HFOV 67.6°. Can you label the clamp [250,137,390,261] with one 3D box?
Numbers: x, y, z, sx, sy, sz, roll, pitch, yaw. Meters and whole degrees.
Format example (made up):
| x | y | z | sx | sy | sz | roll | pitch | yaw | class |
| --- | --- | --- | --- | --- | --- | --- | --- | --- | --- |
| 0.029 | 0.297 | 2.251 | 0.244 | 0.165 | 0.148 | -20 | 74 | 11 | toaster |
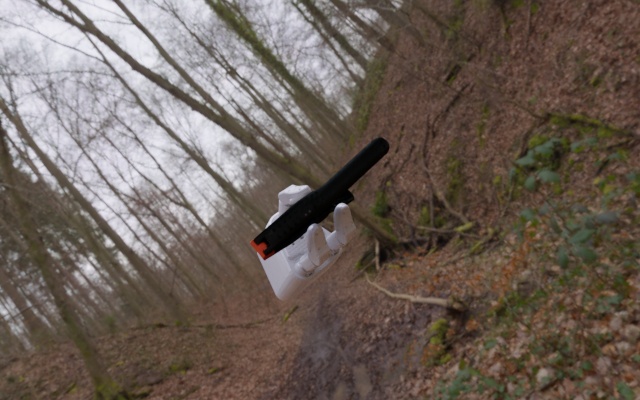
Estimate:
| x | y | z | sx | sy | sz | roll | pitch | yaw | class |
| --- | --- | --- | --- | --- | --- | --- | --- | --- | --- |
| -0.001 | 0.002 | 0.626 | 0.210 | 0.036 | 0.165 | -35 | -13 | -34 | clamp |
